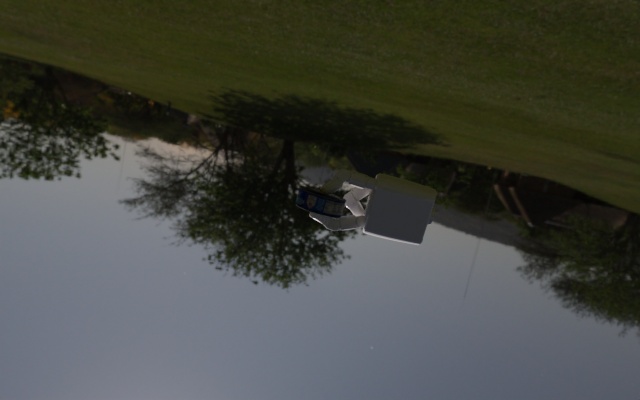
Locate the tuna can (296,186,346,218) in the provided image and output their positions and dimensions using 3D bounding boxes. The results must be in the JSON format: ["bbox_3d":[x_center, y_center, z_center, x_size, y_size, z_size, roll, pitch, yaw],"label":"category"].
[{"bbox_3d":[0.000,0.003,0.844,0.086,0.034,0.086,17,6,-2],"label":"tuna can"}]
